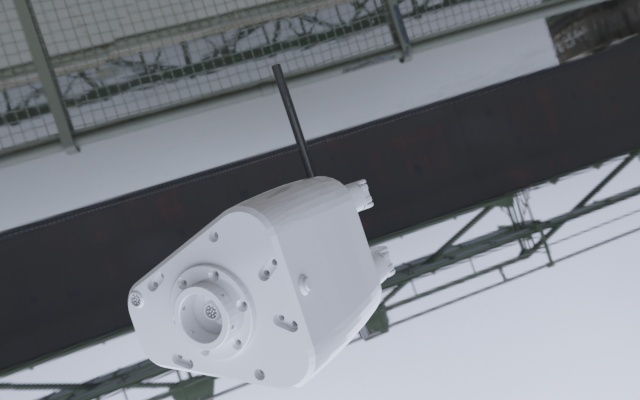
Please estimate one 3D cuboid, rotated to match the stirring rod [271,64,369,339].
[{"bbox_3d":[0.000,0.001,0.403,0.011,0.239,0.011,-18,1,0],"label":"stirring rod"}]
